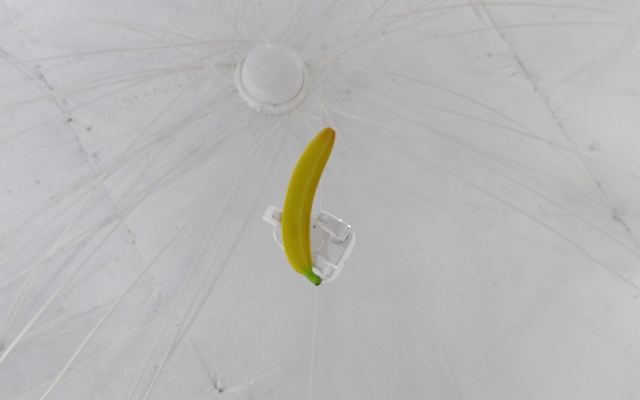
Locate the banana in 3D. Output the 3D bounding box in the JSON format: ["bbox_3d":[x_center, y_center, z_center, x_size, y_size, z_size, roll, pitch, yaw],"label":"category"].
[{"bbox_3d":[-0.017,0.006,0.602,0.069,0.197,0.037,-1,-11,29],"label":"banana"}]
